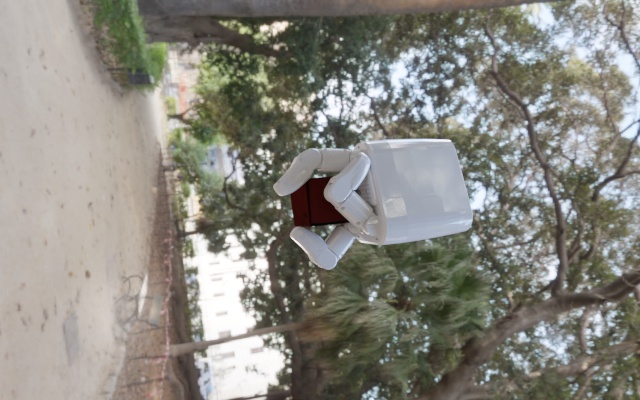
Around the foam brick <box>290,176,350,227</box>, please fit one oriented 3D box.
[{"bbox_3d":[0.000,0.002,0.539,0.051,0.053,0.078,-6,0,-16],"label":"foam brick"}]
